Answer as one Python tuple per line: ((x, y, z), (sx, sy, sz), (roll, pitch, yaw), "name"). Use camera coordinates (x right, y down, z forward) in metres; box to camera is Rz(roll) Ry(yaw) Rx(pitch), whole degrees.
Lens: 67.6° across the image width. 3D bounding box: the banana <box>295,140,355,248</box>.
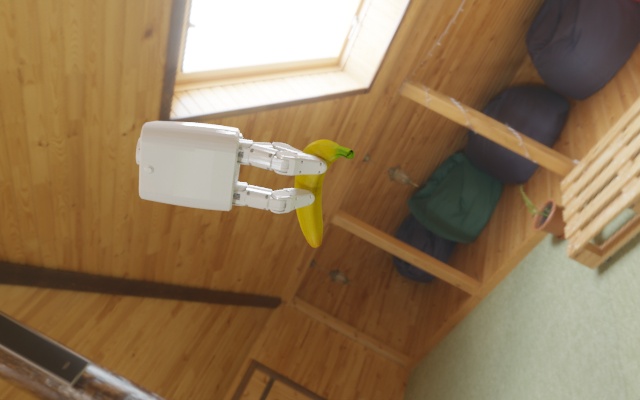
((-0.008, -0.014, 0.617), (0.037, 0.069, 0.198), (-17, -31, -24), "banana")
